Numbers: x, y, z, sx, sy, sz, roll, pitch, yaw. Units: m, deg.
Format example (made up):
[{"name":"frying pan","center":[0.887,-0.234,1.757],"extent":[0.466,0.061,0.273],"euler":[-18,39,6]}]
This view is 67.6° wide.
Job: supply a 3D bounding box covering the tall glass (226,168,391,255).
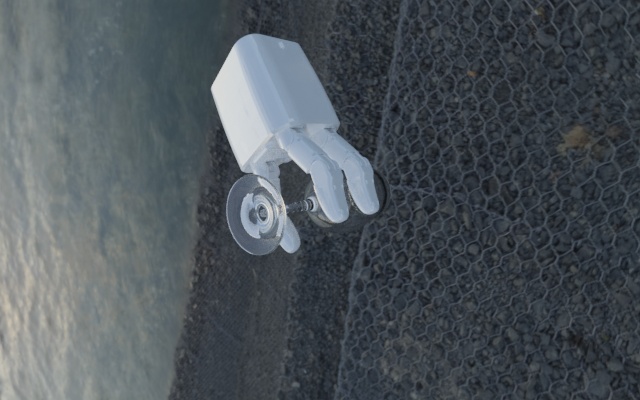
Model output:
[{"name":"tall glass","center":[0.000,0.002,0.508],"extent":[0.079,0.079,0.201],"euler":[0,6,37]}]
